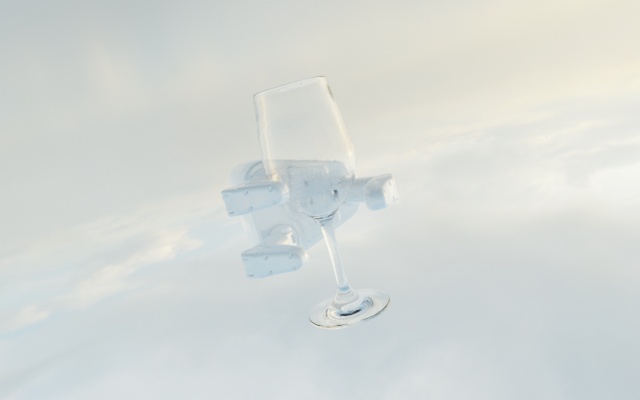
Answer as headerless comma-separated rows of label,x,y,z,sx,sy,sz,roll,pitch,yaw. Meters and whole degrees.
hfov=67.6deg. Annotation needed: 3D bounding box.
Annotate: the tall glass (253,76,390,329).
tall glass,0.000,0.002,0.407,0.079,0.201,0.079,-15,11,3
